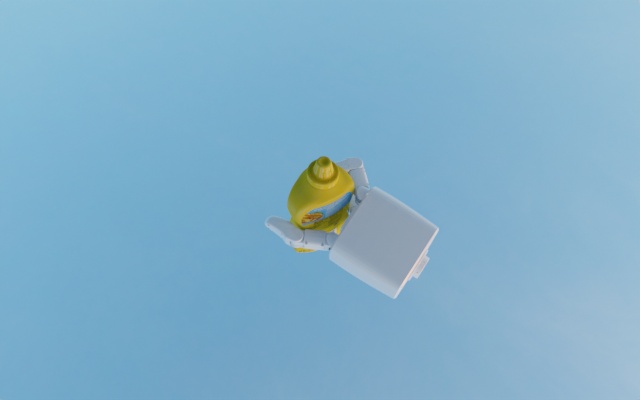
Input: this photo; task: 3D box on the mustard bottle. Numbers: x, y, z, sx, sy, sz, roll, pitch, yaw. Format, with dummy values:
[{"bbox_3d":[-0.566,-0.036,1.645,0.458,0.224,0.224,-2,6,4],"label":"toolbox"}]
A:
[{"bbox_3d":[0.000,0.002,0.660,0.096,0.058,0.192,-25,-26,-17],"label":"mustard bottle"}]
